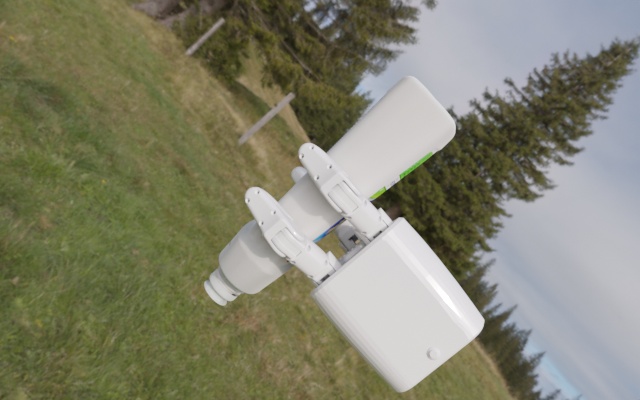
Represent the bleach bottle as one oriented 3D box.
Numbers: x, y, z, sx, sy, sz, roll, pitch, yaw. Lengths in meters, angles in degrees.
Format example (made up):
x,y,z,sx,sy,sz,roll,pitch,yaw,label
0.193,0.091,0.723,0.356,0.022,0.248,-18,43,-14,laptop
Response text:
x,y,z,sx,sy,sz,roll,pitch,yaw,label
0.000,0.001,0.425,0.251,0.068,0.102,-41,-4,6,bleach bottle
